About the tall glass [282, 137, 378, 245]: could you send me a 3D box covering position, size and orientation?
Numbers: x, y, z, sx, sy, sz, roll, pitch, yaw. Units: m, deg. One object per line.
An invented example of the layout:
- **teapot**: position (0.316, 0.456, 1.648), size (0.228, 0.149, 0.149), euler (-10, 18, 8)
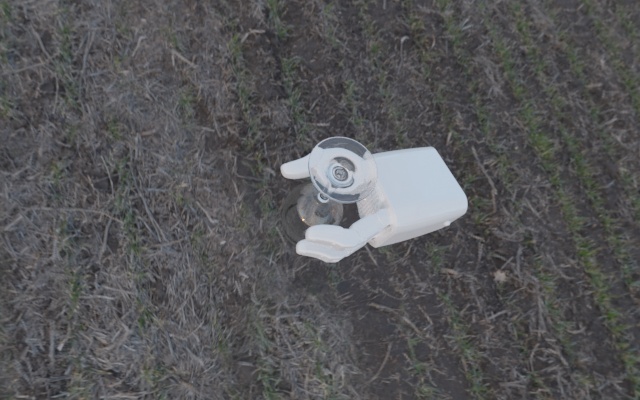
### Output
- **tall glass**: position (0.000, 0.002, 0.577), size (0.079, 0.079, 0.201), euler (0, -20, -15)
